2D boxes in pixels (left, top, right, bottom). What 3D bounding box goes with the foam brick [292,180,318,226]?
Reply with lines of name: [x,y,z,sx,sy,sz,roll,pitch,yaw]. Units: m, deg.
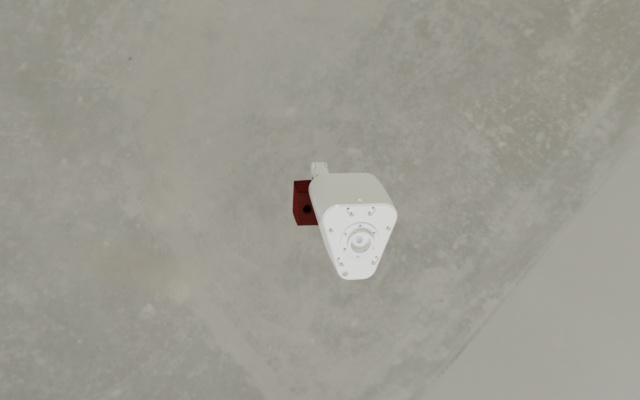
foam brick: [0.000,0.002,0.696,0.078,0.053,0.051,-2,23,-8]
